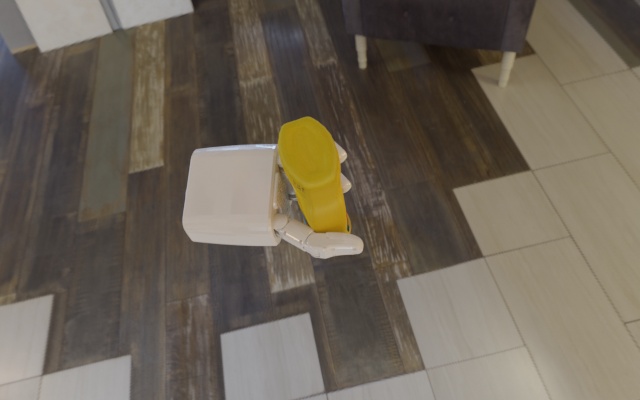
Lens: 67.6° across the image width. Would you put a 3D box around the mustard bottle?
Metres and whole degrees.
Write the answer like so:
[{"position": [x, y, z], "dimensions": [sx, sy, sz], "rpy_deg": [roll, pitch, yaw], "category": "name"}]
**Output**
[{"position": [0.000, 0.002, 0.550], "dimensions": [0.058, 0.096, 0.192], "rpy_deg": [-20, -35, -4], "category": "mustard bottle"}]
